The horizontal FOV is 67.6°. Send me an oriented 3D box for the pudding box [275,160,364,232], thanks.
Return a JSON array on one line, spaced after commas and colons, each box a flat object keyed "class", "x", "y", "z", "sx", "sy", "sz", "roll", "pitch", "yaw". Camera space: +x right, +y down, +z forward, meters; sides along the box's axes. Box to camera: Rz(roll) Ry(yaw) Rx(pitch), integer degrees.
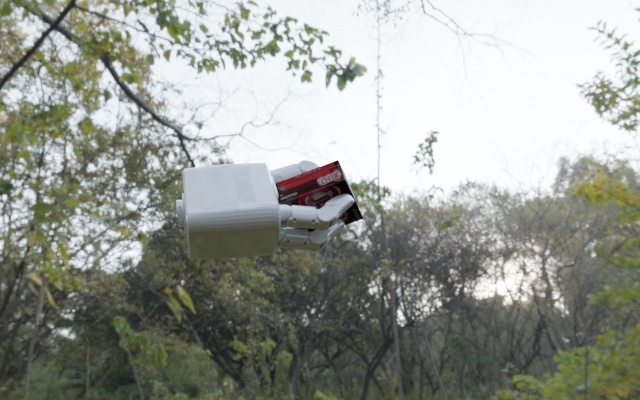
[{"class": "pudding box", "x": 0.000, "y": 0.002, "z": 0.631, "sx": 0.090, "sy": 0.039, "sz": 0.113, "roll": -20, "pitch": -30, "yaw": 8}]
